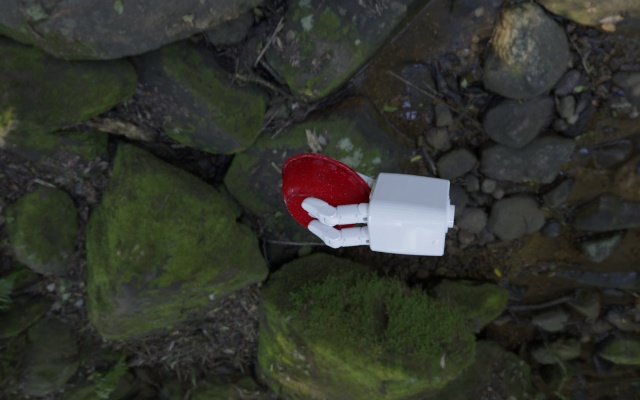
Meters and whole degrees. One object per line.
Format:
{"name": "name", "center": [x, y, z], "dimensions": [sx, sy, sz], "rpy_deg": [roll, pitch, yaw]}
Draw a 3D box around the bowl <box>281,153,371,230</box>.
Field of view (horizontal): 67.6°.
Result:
{"name": "bowl", "center": [-0.001, 0.003, 0.748], "dimensions": [0.162, 0.055, 0.162], "rpy_deg": [20, -34, 14]}
